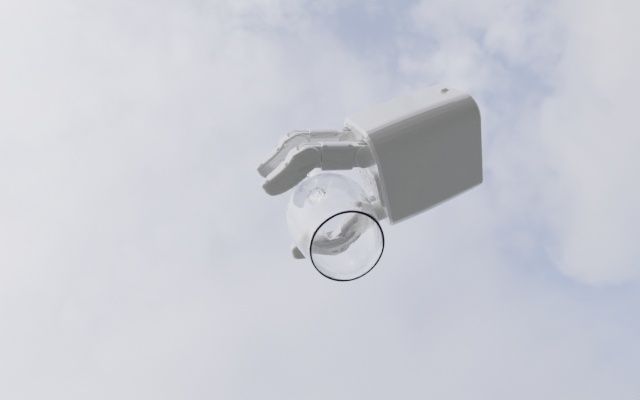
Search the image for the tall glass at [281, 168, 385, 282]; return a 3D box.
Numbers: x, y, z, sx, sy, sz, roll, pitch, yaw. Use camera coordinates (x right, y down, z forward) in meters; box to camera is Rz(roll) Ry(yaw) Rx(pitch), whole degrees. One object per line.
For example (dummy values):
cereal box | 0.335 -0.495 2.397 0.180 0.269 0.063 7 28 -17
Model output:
tall glass | 0.000 0.001 0.463 0.079 0.079 0.201 0 21 -13
